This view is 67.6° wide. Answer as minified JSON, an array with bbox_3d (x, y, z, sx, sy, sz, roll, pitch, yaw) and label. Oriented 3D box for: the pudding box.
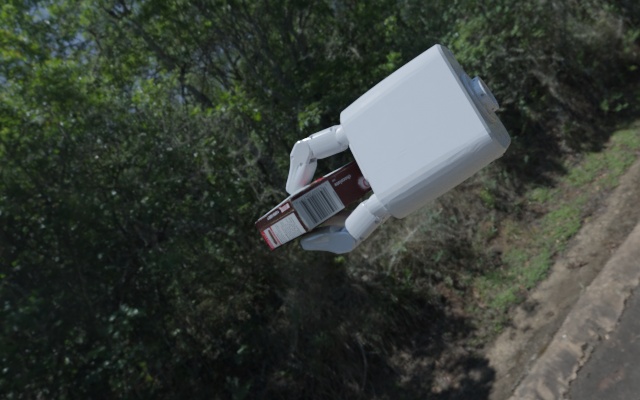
[{"bbox_3d":[0.000,0.001,0.485,0.113,0.039,0.090,-30,-2,-33],"label":"pudding box"}]
